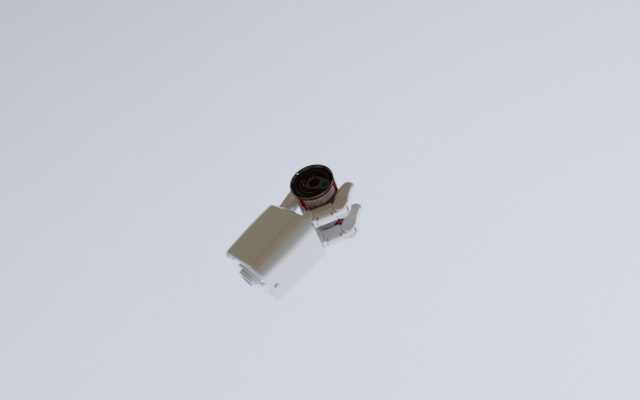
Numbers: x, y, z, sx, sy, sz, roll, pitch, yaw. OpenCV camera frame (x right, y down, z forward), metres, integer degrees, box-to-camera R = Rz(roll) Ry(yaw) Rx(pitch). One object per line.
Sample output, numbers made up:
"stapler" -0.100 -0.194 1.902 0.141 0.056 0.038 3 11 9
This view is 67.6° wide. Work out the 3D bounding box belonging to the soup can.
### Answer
"soup can" 0.000 0.002 0.746 0.068 0.068 0.102 0 -39 21
